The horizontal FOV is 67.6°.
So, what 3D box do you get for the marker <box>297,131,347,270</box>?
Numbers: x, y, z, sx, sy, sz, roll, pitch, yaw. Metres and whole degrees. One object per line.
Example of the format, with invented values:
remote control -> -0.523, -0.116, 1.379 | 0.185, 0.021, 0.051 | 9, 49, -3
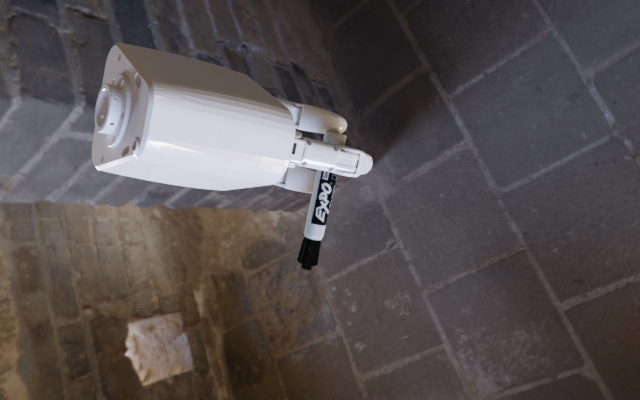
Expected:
marker -> 0.000, 0.001, 0.411 | 0.020, 0.121, 0.020 | 12, 7, -2
